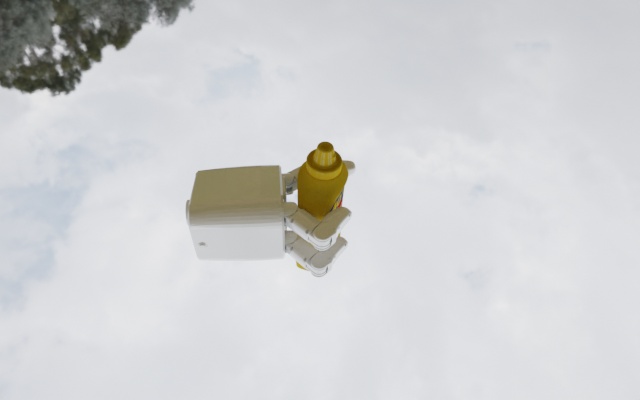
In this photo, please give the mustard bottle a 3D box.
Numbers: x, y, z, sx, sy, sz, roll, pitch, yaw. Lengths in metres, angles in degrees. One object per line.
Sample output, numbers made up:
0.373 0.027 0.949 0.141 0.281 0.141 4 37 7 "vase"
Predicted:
0.000 0.002 0.593 0.058 0.096 0.192 17 -39 10 "mustard bottle"
